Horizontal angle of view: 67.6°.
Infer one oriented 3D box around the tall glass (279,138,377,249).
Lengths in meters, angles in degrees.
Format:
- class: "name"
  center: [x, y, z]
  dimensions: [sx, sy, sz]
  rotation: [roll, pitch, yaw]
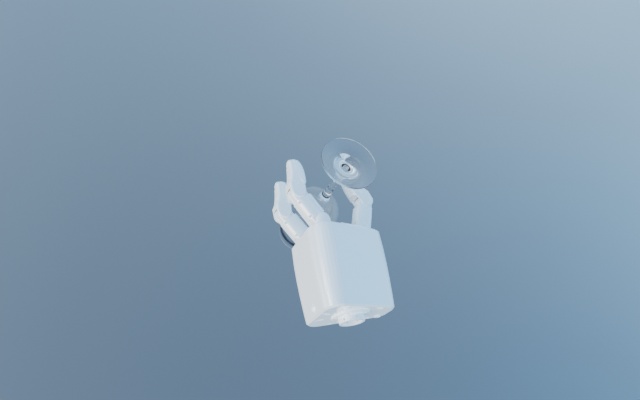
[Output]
- class: "tall glass"
  center: [0.000, 0.002, 0.663]
  dimensions: [0.079, 0.079, 0.201]
  rotation: [0, -29, -24]
